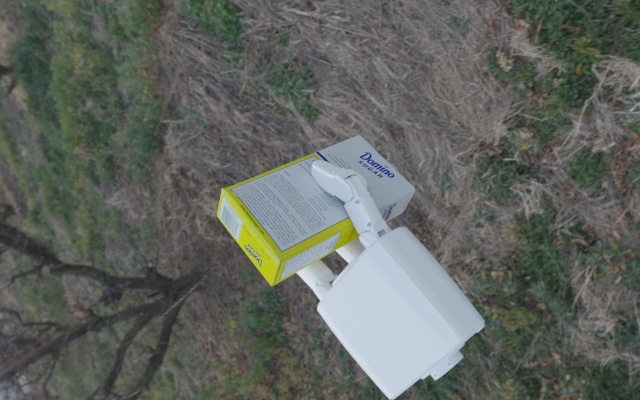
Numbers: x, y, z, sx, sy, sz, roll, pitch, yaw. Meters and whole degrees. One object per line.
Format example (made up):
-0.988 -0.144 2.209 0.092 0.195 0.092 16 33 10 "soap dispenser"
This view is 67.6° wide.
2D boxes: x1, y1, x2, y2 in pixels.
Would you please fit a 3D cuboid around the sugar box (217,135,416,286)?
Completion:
0.000 0.002 0.465 0.176 0.093 0.048 -23 -30 -36 "sugar box"
